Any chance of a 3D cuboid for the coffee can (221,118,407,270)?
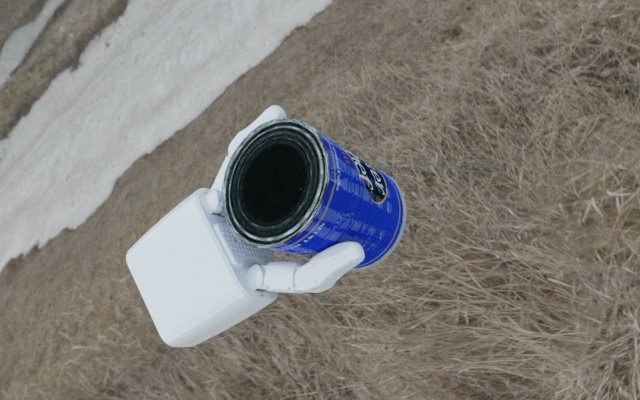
[{"bbox_3d":[0.000,0.001,0.416,0.103,0.102,0.140,0,-13,34],"label":"coffee can"}]
